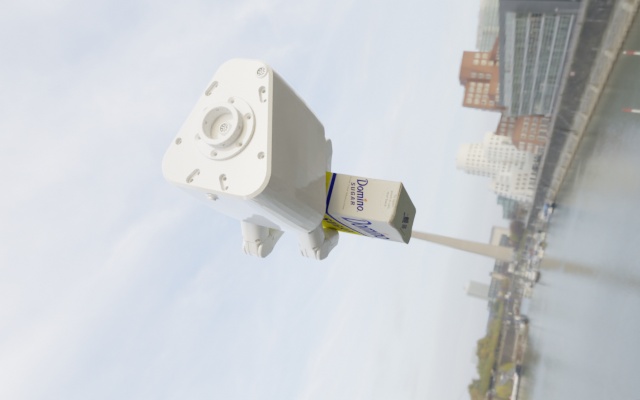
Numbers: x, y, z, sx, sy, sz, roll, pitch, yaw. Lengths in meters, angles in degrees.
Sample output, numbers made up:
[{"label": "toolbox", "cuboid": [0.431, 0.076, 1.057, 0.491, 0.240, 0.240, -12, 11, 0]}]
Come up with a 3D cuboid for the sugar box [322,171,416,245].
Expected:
[{"label": "sugar box", "cuboid": [0.000, 0.002, 0.478, 0.176, 0.048, 0.093, 12, -12, 23]}]
